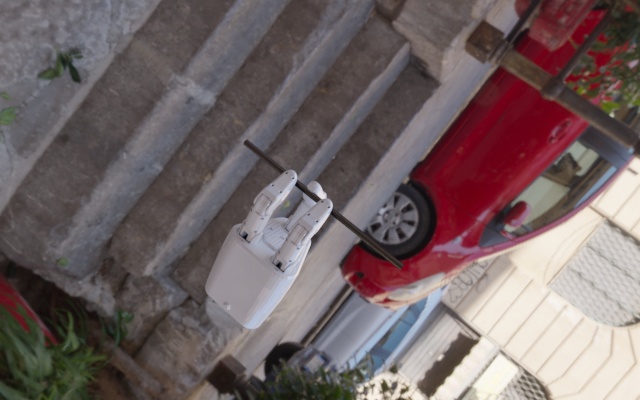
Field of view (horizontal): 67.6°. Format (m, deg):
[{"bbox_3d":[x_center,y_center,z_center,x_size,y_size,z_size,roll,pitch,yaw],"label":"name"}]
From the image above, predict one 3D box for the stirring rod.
[{"bbox_3d":[0.000,0.002,0.562,0.239,0.011,0.011,39,9,11],"label":"stirring rod"}]
